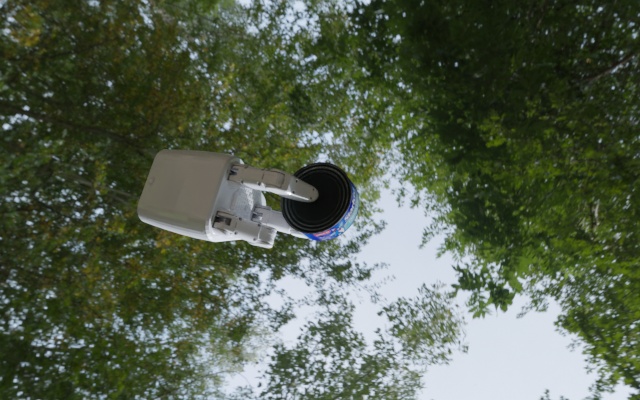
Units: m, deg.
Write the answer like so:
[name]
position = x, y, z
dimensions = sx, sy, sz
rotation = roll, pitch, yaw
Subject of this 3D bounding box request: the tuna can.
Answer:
[tuna can]
position = 0.000, 0.002, 0.543
dimensions = 0.086, 0.086, 0.034
rotation = 0, -21, 24
